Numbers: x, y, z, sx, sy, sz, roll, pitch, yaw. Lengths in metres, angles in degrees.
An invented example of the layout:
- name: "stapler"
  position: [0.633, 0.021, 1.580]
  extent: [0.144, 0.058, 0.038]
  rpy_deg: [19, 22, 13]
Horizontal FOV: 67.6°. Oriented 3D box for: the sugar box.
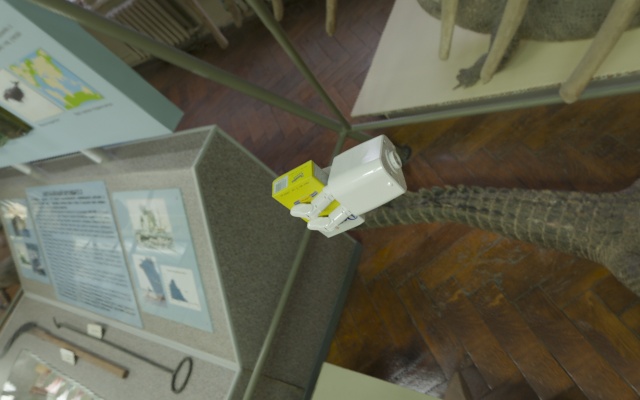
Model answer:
- name: "sugar box"
  position: [0.000, 0.003, 0.899]
  extent: [0.093, 0.048, 0.176]
  rpy_deg: [-26, -45, 28]
